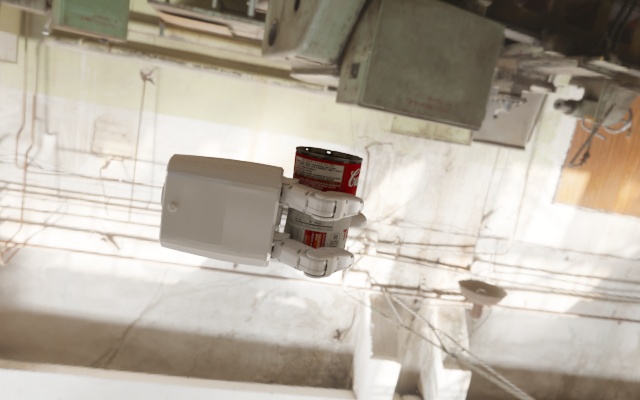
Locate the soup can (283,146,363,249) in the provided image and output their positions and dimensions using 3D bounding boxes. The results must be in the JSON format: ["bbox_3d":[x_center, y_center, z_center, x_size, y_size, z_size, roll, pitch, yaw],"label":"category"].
[{"bbox_3d":[0.001,0.002,0.481,0.068,0.102,0.068,10,11,-2],"label":"soup can"}]
